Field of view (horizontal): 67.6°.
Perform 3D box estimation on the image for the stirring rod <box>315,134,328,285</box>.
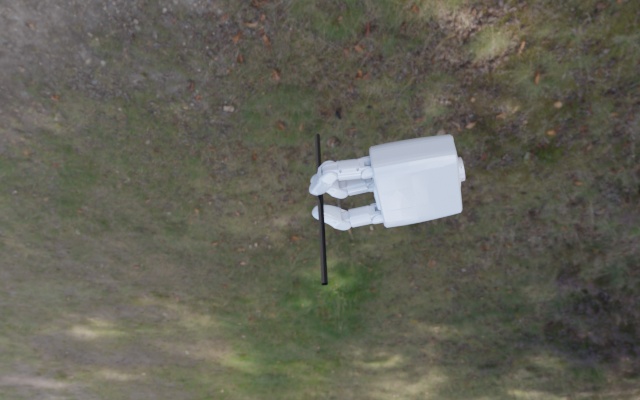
[{"bbox_3d":[0.000,0.002,0.647,0.011,0.239,0.011,-2,-34,-1],"label":"stirring rod"}]
